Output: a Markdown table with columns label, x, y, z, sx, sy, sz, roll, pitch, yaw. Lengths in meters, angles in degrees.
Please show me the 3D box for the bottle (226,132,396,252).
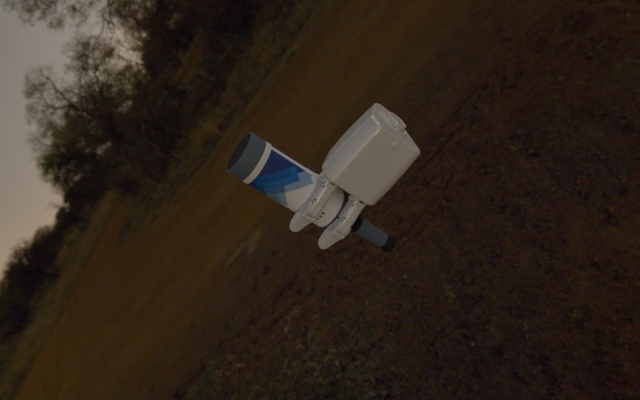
| label | x | y | z | sx | sy | sz | roll | pitch | yaw |
| --- | --- | --- | --- | --- | --- | --- | --- | --- | --- |
| bottle | 0.000 | 0.002 | 0.730 | 0.296 | 0.069 | 0.069 | 32 | -13 | -23 |
